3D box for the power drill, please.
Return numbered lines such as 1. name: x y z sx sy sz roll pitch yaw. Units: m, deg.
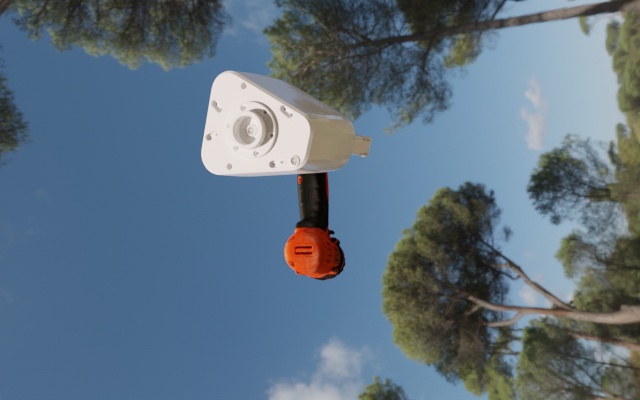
1. power drill: 0.000 0.001 0.579 0.057 0.187 0.184 -4 -11 8
